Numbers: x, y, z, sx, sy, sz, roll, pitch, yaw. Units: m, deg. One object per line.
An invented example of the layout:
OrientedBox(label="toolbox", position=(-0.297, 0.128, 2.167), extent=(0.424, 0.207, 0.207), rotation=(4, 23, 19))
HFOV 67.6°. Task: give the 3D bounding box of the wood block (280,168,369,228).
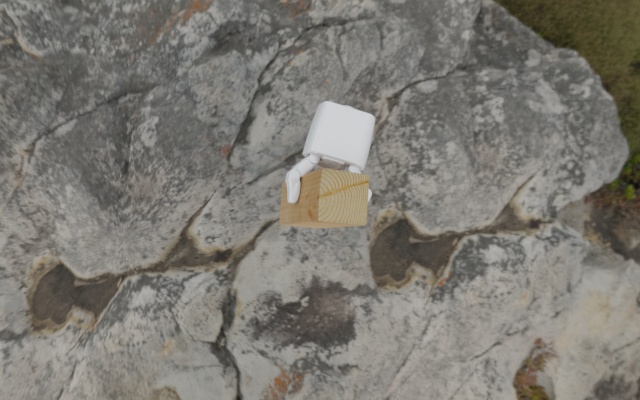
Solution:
OrientedBox(label="wood block", position=(0.000, 0.002, 0.886), extent=(0.091, 0.090, 0.206), rotation=(7, -7, -22))
